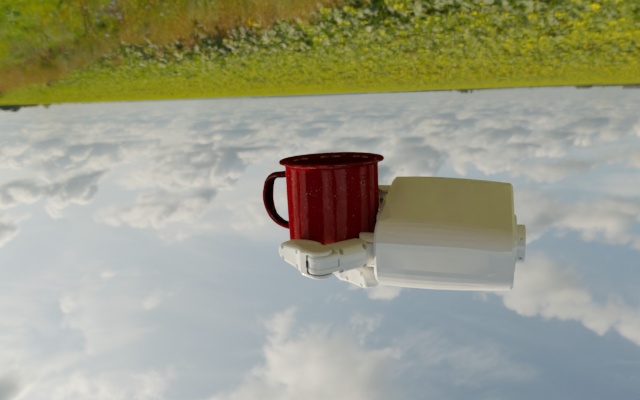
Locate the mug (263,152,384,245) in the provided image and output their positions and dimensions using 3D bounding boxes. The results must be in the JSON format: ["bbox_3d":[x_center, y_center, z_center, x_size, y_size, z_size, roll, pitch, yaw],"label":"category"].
[{"bbox_3d":[-0.001,0.002,0.435,0.117,0.081,0.093,2,13,21],"label":"mug"}]
